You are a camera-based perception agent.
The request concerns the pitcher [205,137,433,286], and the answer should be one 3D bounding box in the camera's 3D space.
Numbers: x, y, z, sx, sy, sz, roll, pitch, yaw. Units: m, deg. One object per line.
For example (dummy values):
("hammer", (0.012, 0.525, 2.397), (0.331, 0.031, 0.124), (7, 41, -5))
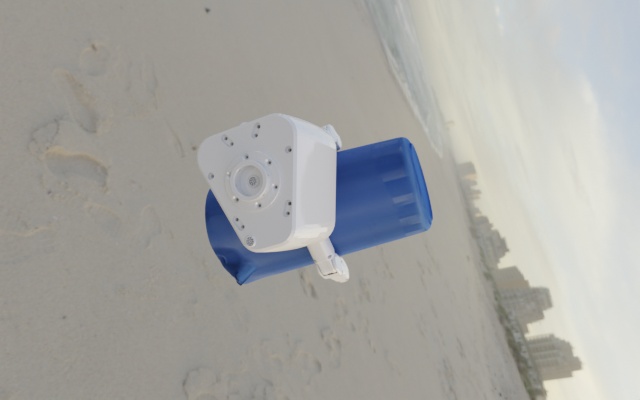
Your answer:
("pitcher", (0.000, 0.002, 0.566), (0.243, 0.149, 0.145), (-15, -6, 17))
